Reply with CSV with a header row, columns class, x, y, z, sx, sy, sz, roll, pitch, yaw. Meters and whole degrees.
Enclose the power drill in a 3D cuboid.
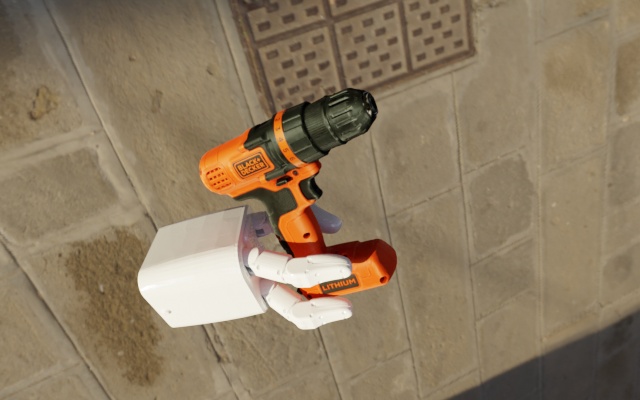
class,x,y,z,sx,sy,sz,roll,pitch,yaw
power drill,0.000,0.002,0.452,0.184,0.188,0.057,-18,24,30
